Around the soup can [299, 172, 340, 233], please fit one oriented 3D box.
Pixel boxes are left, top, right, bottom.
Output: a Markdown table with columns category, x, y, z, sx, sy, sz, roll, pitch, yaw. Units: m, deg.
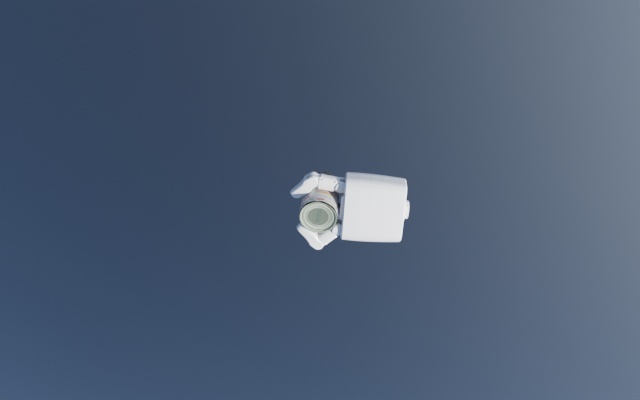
| category | x | y | z | sx | sy | sz | roll | pitch | yaw |
| --- | --- | --- | --- | --- | --- | --- | --- | --- | --- |
| soup can | 0.000 | 0.003 | 0.855 | 0.068 | 0.068 | 0.102 | 0 | 33 | 5 |
